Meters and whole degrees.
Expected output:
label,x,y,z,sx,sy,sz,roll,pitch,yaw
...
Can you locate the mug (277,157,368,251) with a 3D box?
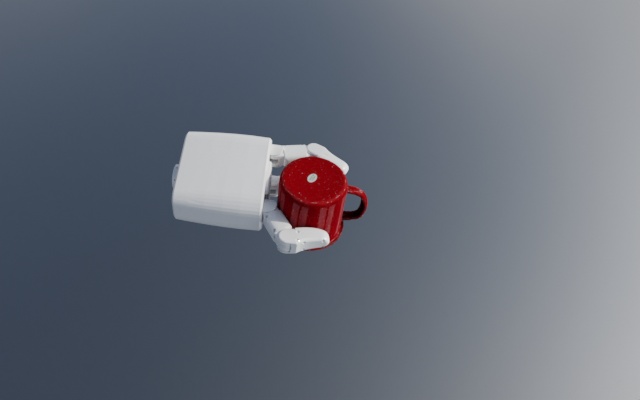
label,x,y,z,sx,sy,sz,roll,pitch,yaw
mug,0.002,0.002,0.588,0.117,0.093,0.082,5,-41,-4
